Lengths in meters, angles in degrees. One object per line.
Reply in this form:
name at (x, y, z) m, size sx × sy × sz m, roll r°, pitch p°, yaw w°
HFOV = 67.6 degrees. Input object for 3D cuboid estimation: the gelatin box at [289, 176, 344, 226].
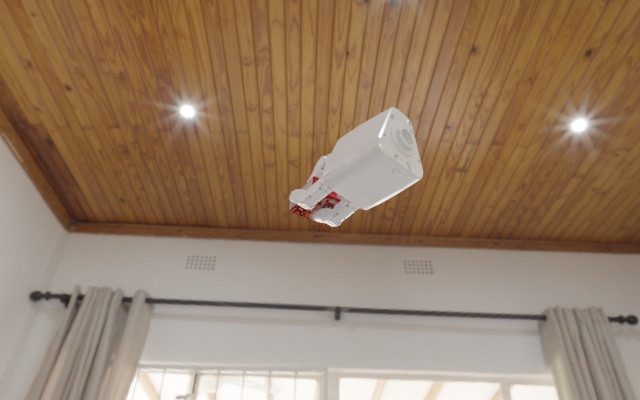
gelatin box at (0.000, 0.002, 0.776) m, size 0.073 × 0.030 × 0.089 m, roll 21°, pitch -34°, yaw -20°
